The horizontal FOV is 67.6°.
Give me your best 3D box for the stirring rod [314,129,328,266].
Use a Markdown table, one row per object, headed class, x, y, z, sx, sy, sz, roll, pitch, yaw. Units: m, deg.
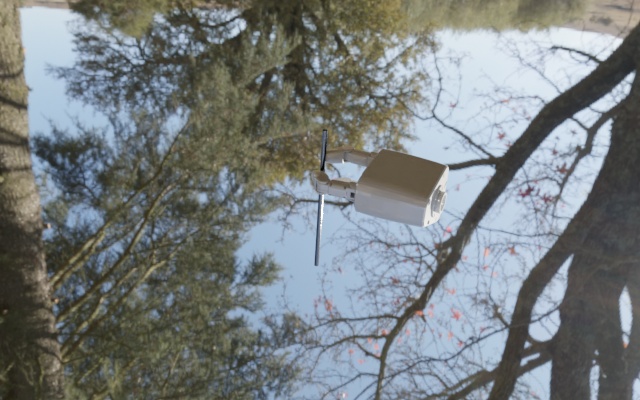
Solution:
| class | x | y | z | sx | sy | sz | roll | pitch | yaw |
| --- | --- | --- | --- | --- | --- | --- | --- | --- | --- |
| stirring rod | 0.000 | 0.002 | 0.773 | 0.011 | 0.240 | 0.011 | 3 | 25 | -1 |
